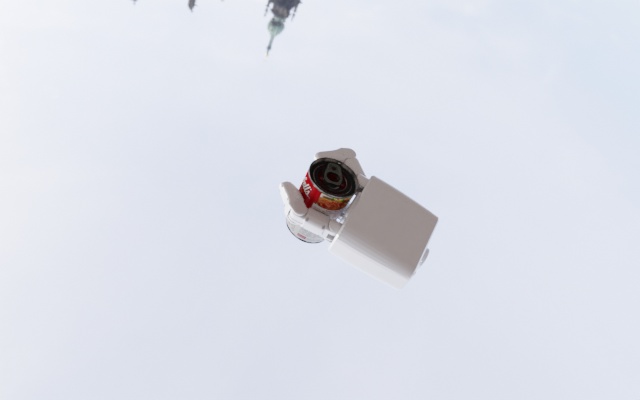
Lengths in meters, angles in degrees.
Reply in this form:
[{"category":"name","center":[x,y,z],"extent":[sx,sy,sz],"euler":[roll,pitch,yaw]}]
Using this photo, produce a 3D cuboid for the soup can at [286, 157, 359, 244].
[{"category":"soup can","center":[0.000,0.002,0.635],"extent":[0.068,0.068,0.102],"euler":[0,-39,-26]}]
